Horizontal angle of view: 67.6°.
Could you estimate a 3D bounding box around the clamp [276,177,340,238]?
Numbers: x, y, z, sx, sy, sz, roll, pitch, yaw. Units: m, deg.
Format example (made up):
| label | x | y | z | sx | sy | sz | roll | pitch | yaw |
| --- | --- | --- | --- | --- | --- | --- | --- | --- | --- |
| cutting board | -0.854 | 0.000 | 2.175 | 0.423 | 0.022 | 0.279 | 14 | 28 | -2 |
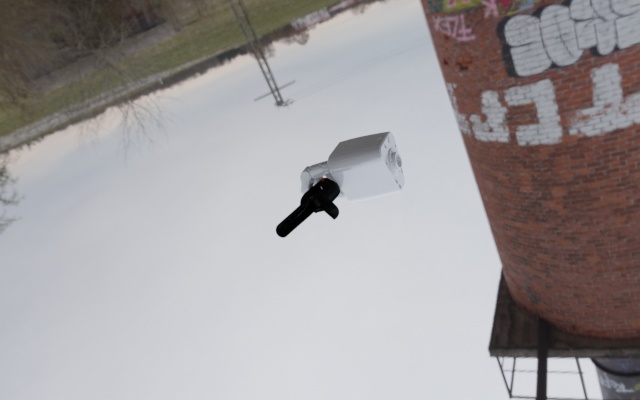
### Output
| label | x | y | z | sx | sy | sz | roll | pitch | yaw |
| --- | --- | --- | --- | --- | --- | --- | --- | --- | --- |
| clamp | 0.000 | 0.003 | 0.854 | 0.120 | 0.039 | 0.171 | -11 | 27 | 30 |
